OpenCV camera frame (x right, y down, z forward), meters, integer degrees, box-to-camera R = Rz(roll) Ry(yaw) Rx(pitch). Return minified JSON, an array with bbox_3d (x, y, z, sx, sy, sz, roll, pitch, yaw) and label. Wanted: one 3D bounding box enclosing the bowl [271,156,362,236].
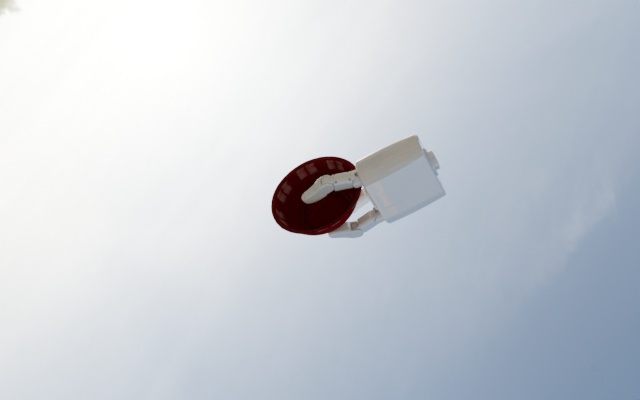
[{"bbox_3d":[-0.001,0.003,0.807,0.162,0.162,0.055,0,-37,26],"label":"bowl"}]
